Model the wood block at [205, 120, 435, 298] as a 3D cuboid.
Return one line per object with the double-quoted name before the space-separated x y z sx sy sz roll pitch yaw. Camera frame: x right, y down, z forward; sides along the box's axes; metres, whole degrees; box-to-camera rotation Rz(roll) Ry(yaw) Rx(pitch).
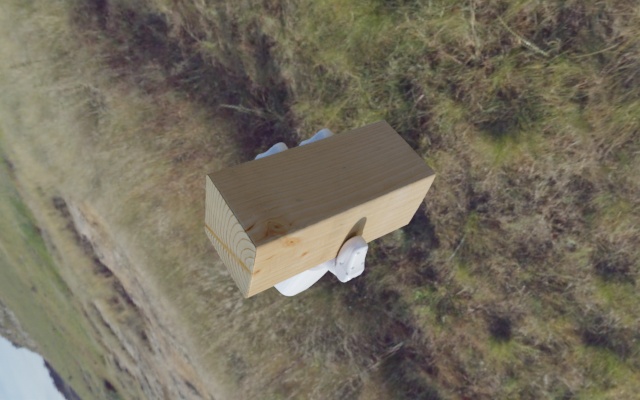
"wood block" 0.000 0.002 0.478 0.206 0.090 0.090 -21 -30 -29
